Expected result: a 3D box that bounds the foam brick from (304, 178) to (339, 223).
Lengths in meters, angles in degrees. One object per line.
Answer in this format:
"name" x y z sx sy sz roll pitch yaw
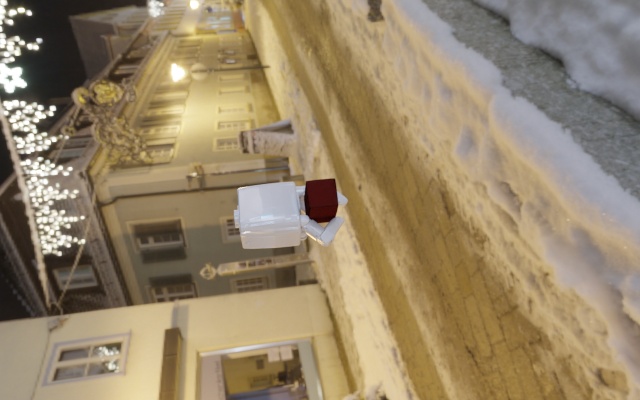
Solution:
"foam brick" 0.000 0.003 0.838 0.051 0.053 0.078 -4 -25 -7
